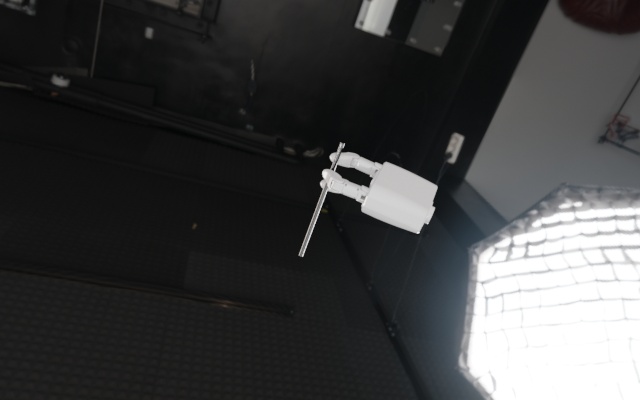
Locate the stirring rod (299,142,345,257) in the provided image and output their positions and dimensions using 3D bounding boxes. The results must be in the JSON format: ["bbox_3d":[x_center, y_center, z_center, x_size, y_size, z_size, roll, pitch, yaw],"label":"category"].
[{"bbox_3d":[0.000,0.003,0.883,0.011,0.240,0.011,17,23,-7],"label":"stirring rod"}]
